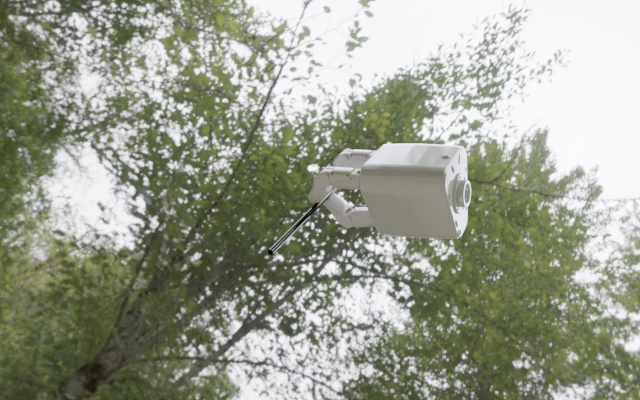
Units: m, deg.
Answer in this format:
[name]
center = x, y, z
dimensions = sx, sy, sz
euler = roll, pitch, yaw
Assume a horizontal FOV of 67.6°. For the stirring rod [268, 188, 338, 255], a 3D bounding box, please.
[stirring rod]
center = 0.000, 0.002, 0.646
dimensions = 0.011, 0.011, 0.239
euler = 0, 29, 34
